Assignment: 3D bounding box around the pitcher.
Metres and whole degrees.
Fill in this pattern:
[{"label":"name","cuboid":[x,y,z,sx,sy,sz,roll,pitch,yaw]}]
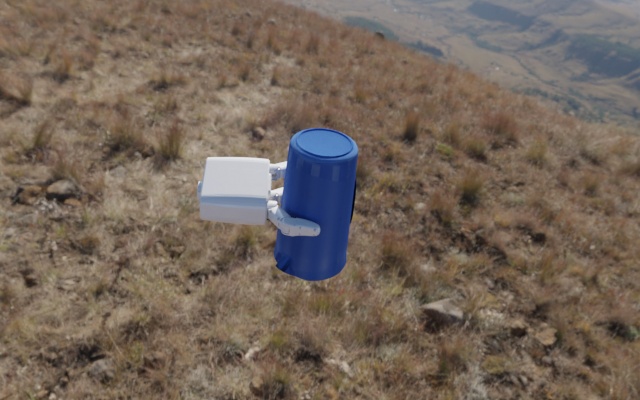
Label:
[{"label":"pitcher","cuboid":[0.000,0.003,0.811,0.145,0.243,0.149,4,36,-6]}]
